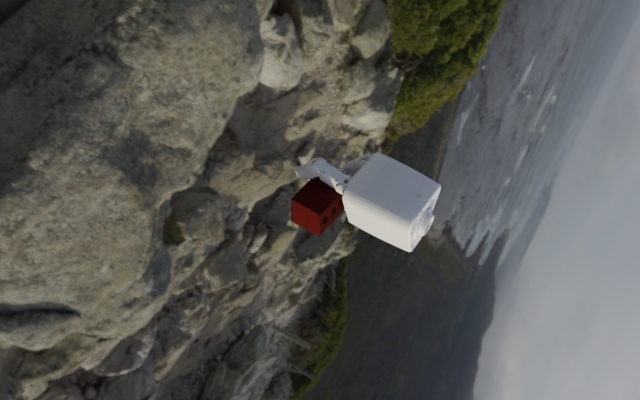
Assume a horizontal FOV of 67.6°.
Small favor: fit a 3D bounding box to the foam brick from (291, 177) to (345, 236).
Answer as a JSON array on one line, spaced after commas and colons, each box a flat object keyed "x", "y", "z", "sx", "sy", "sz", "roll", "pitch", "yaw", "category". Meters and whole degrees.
[{"x": 0.000, "y": 0.002, "z": 0.697, "sx": 0.051, "sy": 0.053, "sz": 0.078, "roll": 30, "pitch": 56, "yaw": 21, "category": "foam brick"}]
